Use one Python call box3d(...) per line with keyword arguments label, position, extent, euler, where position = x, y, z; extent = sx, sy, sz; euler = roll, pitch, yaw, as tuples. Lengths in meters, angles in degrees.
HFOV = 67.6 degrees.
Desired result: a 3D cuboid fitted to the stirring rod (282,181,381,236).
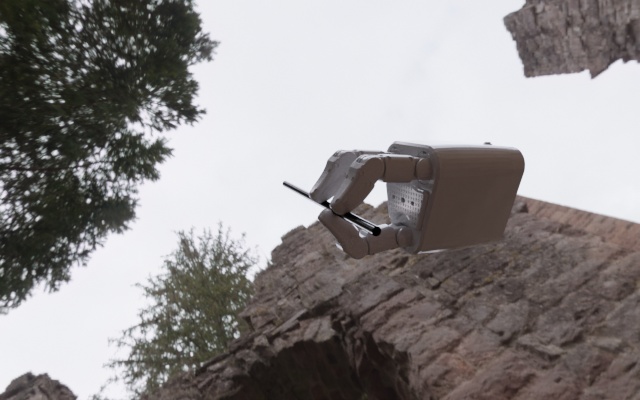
box3d(label="stirring rod", position=(0.000, 0.002, 0.475), extent=(0.011, 0.011, 0.239), euler=(0, 11, -21))
